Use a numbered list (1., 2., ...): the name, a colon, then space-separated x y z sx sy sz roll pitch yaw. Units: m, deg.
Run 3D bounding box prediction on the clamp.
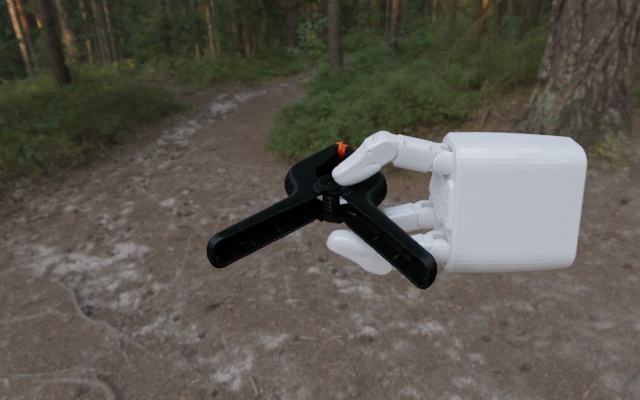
1. clamp: 0.000 0.000 0.414 0.164 0.036 0.209 3 29 -1
